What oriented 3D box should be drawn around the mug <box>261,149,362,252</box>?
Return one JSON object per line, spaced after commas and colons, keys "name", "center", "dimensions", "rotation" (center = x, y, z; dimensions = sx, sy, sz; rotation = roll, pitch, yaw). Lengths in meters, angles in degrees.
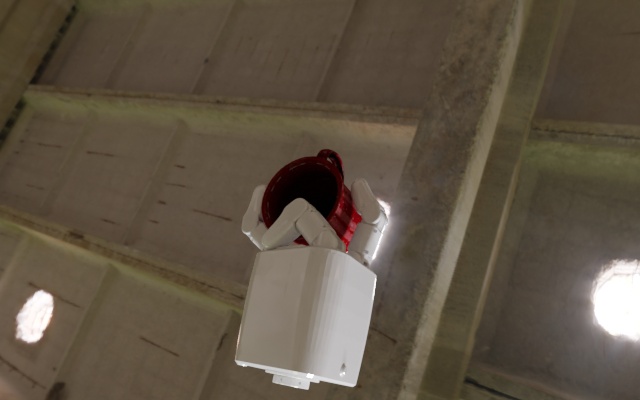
{"name": "mug", "center": [0.000, 0.000, 0.517], "dimensions": [0.093, 0.117, 0.081], "rotation": [2, -23, 30]}
